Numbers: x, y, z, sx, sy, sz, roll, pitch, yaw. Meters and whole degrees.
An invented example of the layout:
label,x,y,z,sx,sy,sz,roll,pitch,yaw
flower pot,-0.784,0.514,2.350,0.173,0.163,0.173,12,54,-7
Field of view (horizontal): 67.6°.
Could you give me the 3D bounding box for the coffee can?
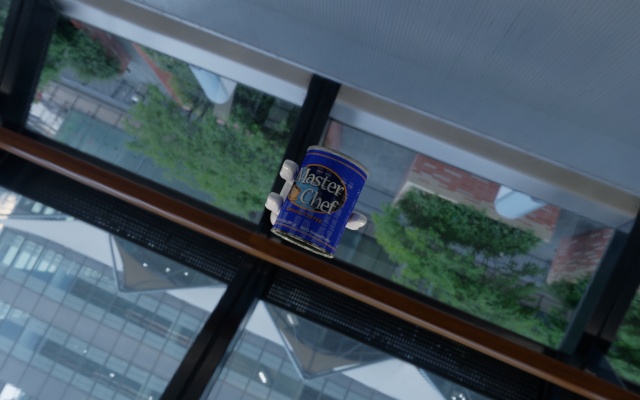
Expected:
label,x,y,z,sx,sy,sz,roll,pitch,yaw
coffee can,0.000,0.002,0.724,0.103,0.140,0.103,23,-10,5
